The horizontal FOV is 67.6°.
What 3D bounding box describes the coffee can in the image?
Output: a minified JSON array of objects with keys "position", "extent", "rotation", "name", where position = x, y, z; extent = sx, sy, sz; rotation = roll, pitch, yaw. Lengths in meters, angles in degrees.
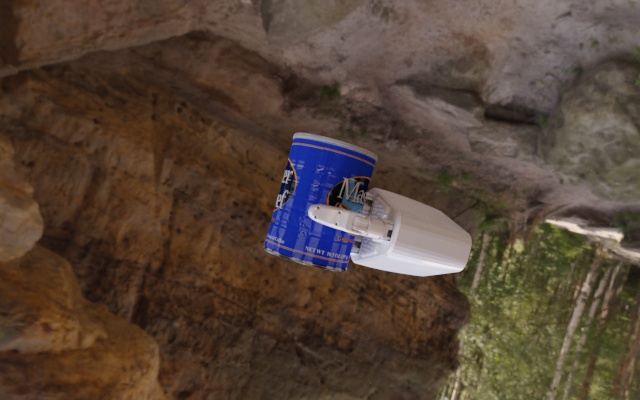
[{"position":[0.000,0.002,0.563],"extent":[0.103,0.140,0.103],"rotation":[15,-1,0],"name":"coffee can"}]
